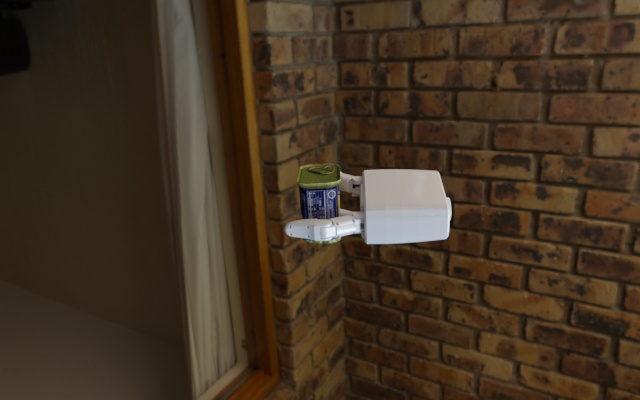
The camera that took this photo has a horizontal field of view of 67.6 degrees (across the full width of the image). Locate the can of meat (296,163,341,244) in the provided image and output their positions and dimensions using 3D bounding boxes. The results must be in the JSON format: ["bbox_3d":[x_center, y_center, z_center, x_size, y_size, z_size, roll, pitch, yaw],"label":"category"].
[{"bbox_3d":[0.000,0.002,0.649,0.057,0.084,0.102,-3,18,2],"label":"can of meat"}]
